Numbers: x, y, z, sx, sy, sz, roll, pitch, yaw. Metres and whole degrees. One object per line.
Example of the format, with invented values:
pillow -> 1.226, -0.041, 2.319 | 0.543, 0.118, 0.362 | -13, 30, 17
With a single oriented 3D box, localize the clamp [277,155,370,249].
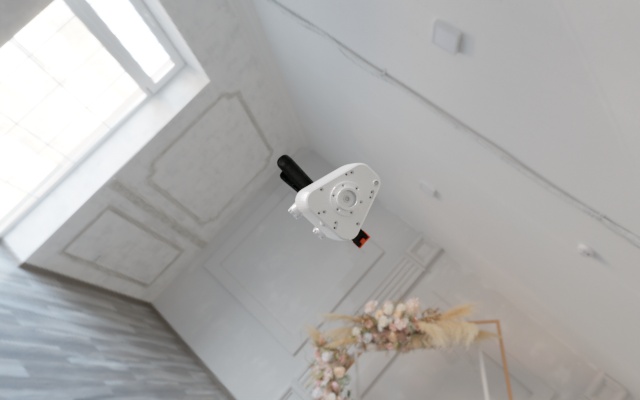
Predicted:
clamp -> 0.001, 0.003, 0.849 | 0.210, 0.036, 0.164 | 43, -5, -6
